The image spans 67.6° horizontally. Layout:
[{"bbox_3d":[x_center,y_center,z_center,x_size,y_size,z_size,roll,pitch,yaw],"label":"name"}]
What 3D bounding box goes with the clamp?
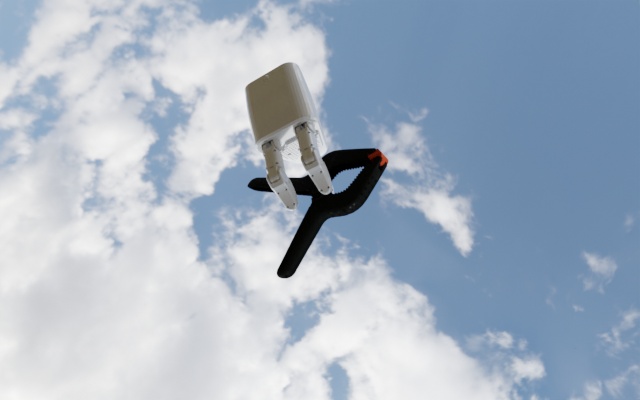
[{"bbox_3d":[0.001,0.002,0.652,0.210,0.164,0.036,-25,-27,19],"label":"clamp"}]
